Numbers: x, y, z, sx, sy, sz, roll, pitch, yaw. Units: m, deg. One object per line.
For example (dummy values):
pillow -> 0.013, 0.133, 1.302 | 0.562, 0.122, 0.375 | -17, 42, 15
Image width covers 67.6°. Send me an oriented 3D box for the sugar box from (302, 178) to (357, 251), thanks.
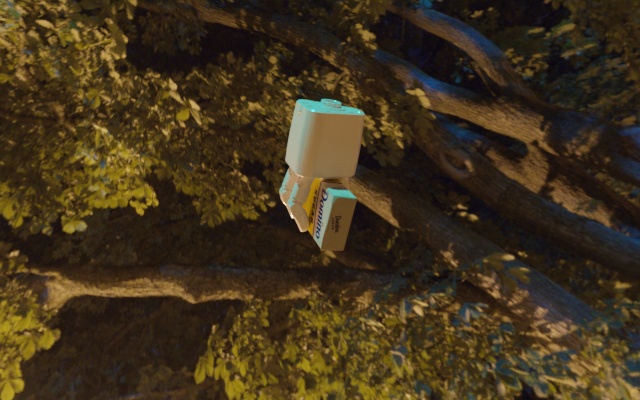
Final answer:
sugar box -> 0.000, 0.002, 0.800 | 0.048, 0.093, 0.176 | 6, 20, -20
